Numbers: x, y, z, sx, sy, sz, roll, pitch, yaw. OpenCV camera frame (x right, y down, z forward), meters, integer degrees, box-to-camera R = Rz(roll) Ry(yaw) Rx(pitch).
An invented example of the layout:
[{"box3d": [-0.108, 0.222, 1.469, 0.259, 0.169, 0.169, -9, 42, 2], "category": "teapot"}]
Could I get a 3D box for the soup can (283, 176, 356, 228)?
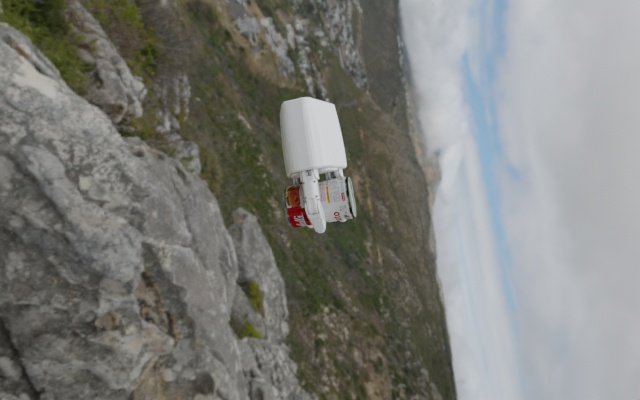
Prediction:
[{"box3d": [0.000, 0.003, 0.750, 0.102, 0.068, 0.068, -9, -2, 10], "category": "soup can"}]
